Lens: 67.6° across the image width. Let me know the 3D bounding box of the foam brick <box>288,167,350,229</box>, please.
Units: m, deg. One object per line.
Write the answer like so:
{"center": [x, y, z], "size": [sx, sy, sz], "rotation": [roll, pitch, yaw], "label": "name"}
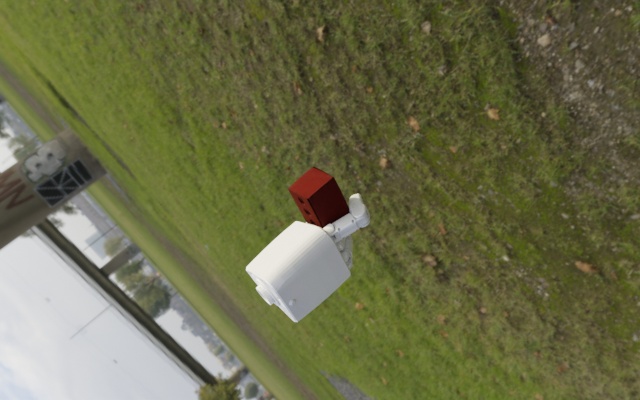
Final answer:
{"center": [0.000, 0.002, 0.679], "size": [0.051, 0.078, 0.053], "rotation": [-39, 36, -16], "label": "foam brick"}
